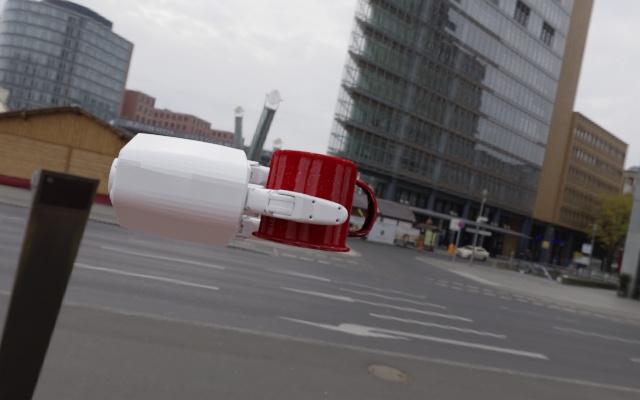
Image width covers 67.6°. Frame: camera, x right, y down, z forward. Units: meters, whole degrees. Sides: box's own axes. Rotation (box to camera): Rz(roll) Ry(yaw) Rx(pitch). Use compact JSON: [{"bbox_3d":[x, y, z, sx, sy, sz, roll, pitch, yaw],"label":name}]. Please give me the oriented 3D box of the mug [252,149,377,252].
[{"bbox_3d":[0.001,0.002,0.448,0.117,0.081,0.093,10,-1,-17],"label":"mug"}]
